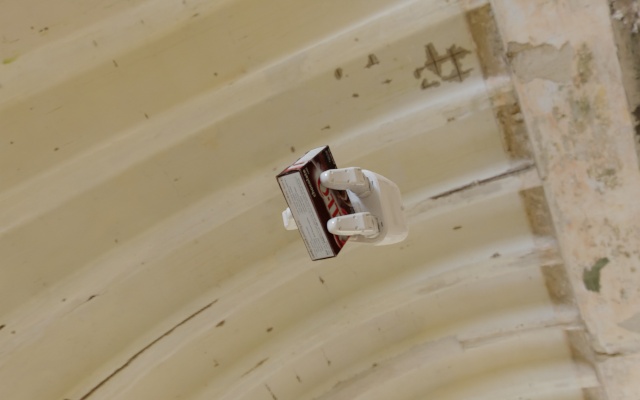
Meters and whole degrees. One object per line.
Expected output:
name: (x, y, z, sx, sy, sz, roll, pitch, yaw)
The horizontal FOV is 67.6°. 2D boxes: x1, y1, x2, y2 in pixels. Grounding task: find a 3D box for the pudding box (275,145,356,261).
pudding box: (0.000, 0.002, 0.567, 0.039, 0.113, 0.090, -17, 15, 27)
